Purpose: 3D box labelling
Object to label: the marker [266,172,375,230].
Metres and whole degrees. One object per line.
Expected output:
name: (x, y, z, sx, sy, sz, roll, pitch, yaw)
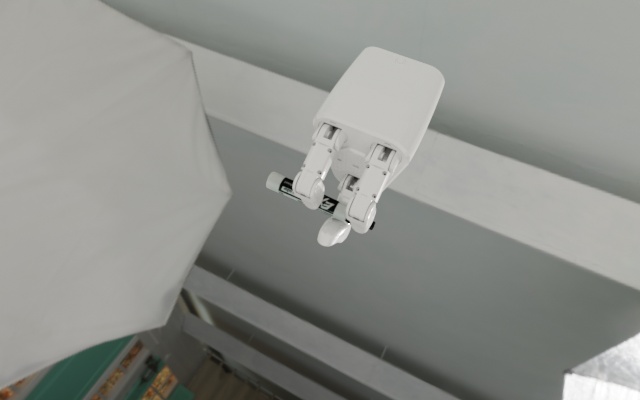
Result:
marker: (0.000, 0.002, 0.494, 0.121, 0.020, 0.020, 24, 6, 13)
